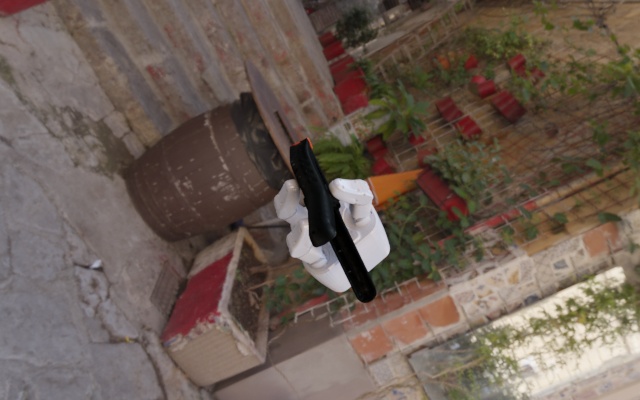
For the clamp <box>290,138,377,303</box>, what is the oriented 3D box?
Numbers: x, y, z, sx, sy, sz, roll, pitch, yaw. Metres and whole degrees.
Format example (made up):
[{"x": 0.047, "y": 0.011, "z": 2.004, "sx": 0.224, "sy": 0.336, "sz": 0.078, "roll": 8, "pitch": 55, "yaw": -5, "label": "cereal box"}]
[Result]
[{"x": 0.001, "y": 0.001, "z": 0.539, "sx": 0.036, "sy": 0.210, "sz": 0.165, "roll": -25, "pitch": -31, "yaw": 6, "label": "clamp"}]
